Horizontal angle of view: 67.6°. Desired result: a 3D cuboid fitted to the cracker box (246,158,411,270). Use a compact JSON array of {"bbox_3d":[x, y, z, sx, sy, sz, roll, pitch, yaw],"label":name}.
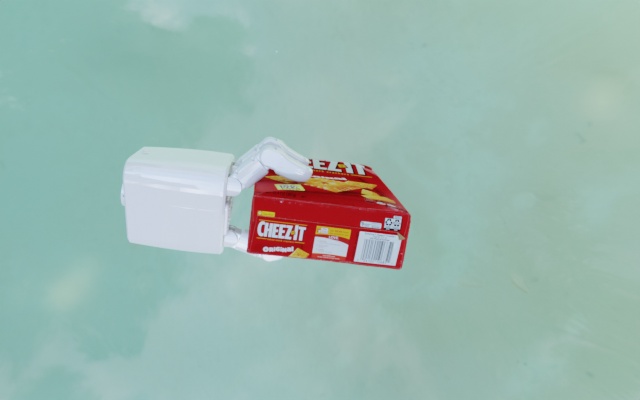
[{"bbox_3d":[0.000,0.002,0.576,0.164,0.072,0.213,7,17,-7],"label":"cracker box"}]
